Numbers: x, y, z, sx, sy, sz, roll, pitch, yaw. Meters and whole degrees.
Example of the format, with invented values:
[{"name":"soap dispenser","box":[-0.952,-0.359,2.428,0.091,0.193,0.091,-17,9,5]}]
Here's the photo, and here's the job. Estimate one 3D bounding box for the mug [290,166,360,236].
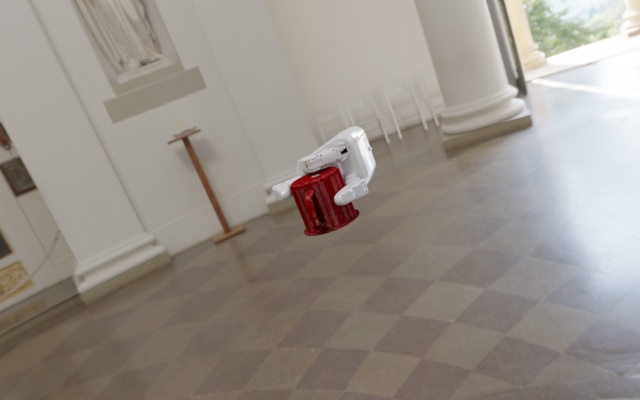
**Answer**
[{"name":"mug","box":[0.000,0.003,0.728,0.093,0.081,0.117,-16,14,22]}]
